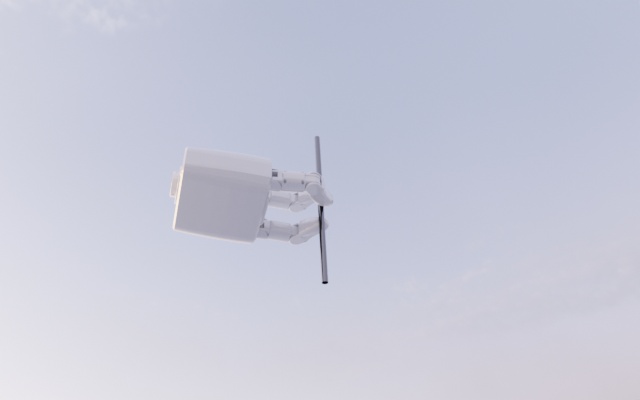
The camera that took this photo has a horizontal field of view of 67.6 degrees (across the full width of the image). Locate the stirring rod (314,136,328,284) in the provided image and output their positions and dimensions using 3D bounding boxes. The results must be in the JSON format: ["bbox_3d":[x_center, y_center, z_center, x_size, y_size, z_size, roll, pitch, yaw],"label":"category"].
[{"bbox_3d":[0.000,0.002,0.639,0.011,0.239,0.011,-2,-37,-2],"label":"stirring rod"}]
